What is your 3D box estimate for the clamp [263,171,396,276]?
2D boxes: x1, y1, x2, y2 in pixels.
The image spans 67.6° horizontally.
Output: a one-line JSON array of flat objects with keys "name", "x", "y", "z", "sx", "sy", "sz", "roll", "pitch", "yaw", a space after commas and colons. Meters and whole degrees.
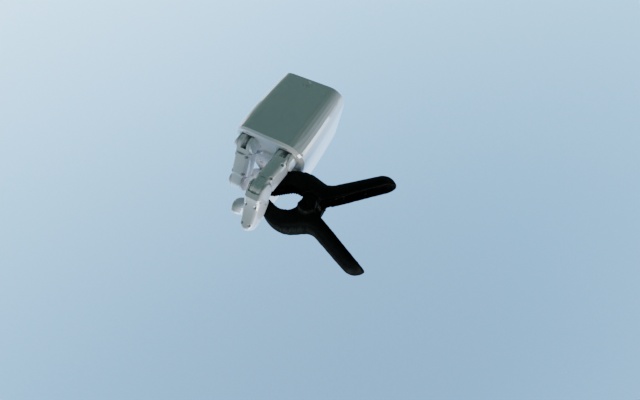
[{"name": "clamp", "x": 0.000, "y": 0.002, "z": 0.553, "sx": 0.171, "sy": 0.120, "sz": 0.039, "roll": 25, "pitch": -24, "yaw": 21}]
